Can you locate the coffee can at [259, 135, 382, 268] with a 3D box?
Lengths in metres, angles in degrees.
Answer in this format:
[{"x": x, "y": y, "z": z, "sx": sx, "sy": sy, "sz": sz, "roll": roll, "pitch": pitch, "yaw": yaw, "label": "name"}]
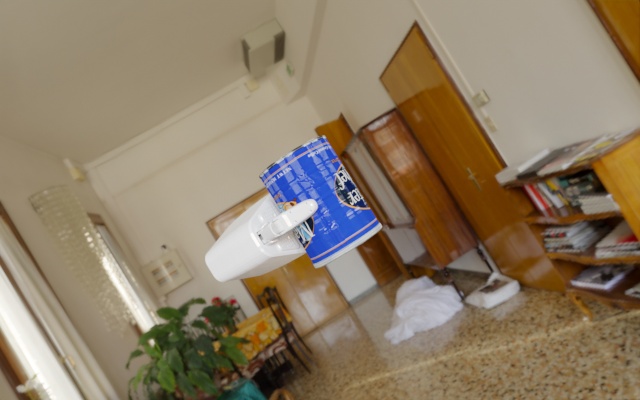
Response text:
[{"x": 0.000, "y": 0.002, "z": 0.622, "sx": 0.103, "sy": 0.140, "sz": 0.103, "roll": -32, "pitch": -2, "yaw": -1, "label": "coffee can"}]
